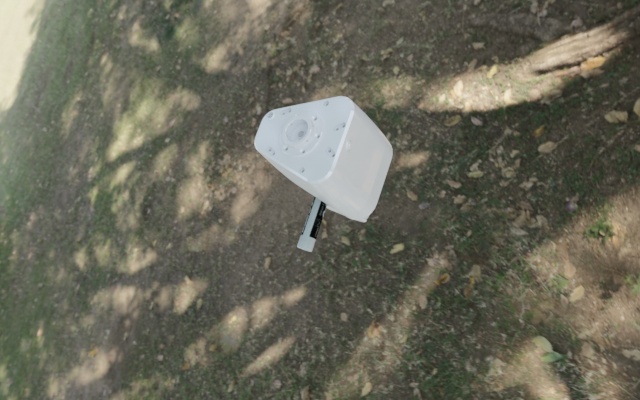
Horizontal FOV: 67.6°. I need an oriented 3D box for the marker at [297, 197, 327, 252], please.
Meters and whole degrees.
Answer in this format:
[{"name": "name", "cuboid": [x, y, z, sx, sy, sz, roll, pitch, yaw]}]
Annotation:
[{"name": "marker", "cuboid": [0.000, 0.002, 0.576, 0.020, 0.121, 0.020, 18, -11, 4]}]
